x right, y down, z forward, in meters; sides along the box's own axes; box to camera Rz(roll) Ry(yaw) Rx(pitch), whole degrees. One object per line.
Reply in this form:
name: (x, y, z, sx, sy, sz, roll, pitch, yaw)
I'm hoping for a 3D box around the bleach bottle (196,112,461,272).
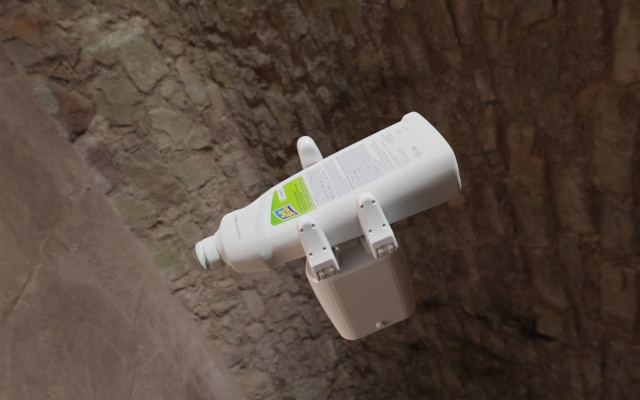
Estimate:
bleach bottle: (0.000, 0.002, 0.465, 0.251, 0.068, 0.102, -23, 35, 0)
